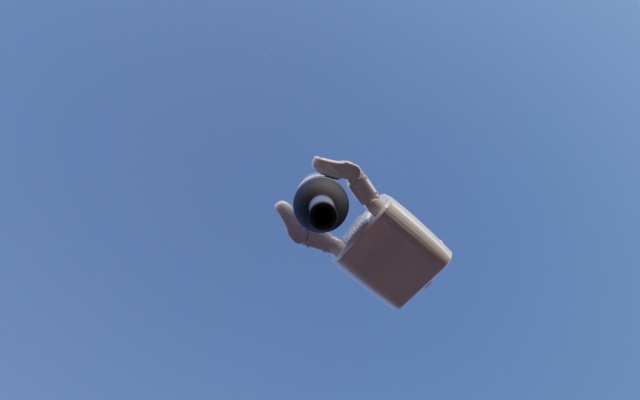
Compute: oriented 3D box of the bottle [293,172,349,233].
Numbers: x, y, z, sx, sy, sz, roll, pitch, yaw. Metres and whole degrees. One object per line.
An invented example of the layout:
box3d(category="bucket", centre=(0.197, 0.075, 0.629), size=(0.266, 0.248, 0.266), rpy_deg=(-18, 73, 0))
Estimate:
box3d(category="bottle", centre=(0.000, 0.002, 0.599), size=(0.069, 0.069, 0.295), rpy_deg=(0, 5, -1))
